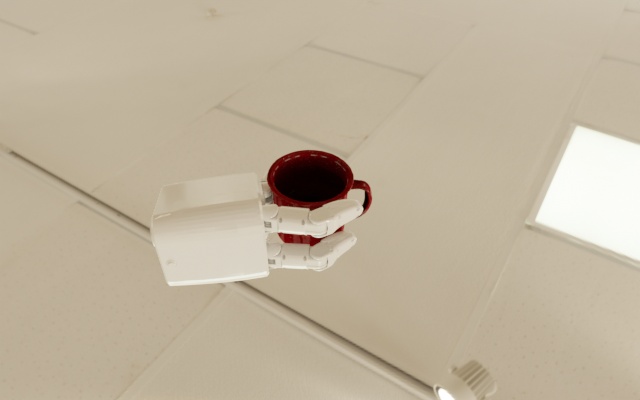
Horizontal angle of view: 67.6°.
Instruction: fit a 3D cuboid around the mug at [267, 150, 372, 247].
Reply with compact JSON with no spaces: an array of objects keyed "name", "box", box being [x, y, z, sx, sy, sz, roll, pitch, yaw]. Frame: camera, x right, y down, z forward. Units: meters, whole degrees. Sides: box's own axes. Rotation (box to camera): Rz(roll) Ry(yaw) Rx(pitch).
[{"name":"mug","box":[0.002,0.002,0.540,0.117,0.082,0.093,-5,43,-7]}]
